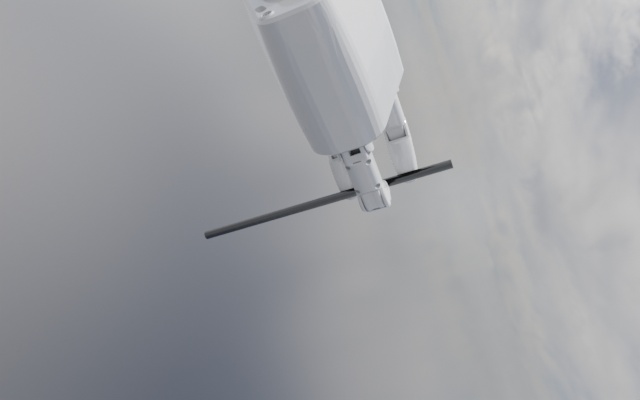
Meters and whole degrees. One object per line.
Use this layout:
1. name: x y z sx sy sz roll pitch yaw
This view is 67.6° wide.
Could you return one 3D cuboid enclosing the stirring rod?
1. stirring rod: 0.000 0.001 0.436 0.239 0.011 0.011 -16 -4 15
